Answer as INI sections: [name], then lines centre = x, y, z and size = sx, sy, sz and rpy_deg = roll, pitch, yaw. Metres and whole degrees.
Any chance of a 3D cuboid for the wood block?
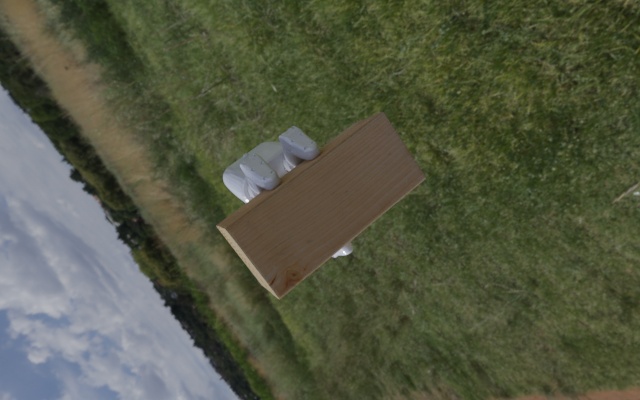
[wood block]
centre = 0.000, 0.002, 0.527
size = 0.206, 0.091, 0.090
rpy_deg = -38, 11, -15
